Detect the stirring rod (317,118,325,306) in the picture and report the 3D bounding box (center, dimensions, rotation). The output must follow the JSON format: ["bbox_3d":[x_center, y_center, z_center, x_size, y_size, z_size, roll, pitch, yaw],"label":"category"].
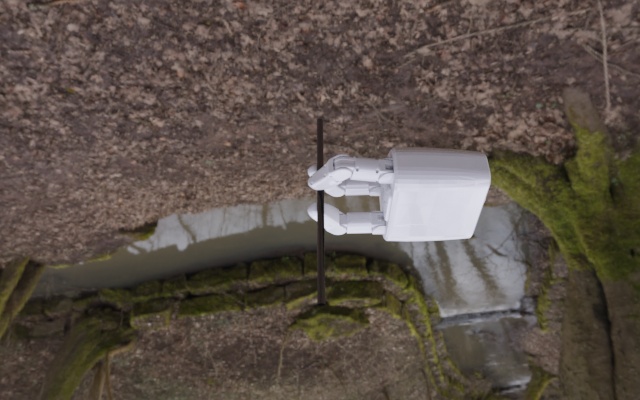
[{"bbox_3d":[0.000,0.002,0.542,0.011,0.239,0.011,0,-31,0],"label":"stirring rod"}]
